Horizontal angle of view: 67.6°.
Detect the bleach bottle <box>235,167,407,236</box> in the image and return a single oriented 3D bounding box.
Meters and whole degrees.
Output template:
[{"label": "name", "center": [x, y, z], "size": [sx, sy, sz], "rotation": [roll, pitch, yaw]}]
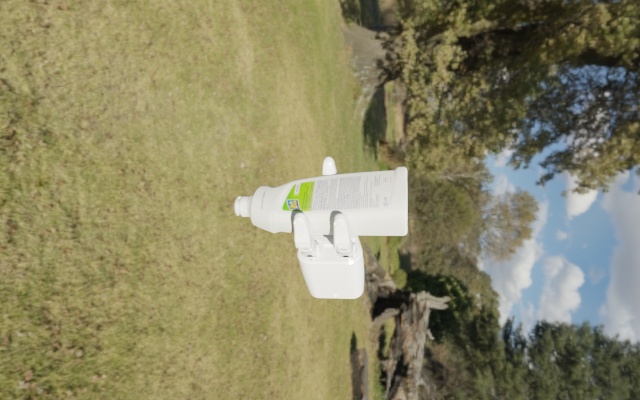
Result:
[{"label": "bleach bottle", "center": [0.000, 0.002, 0.702], "size": [0.251, 0.102, 0.068], "rotation": [0, -43, 10]}]
